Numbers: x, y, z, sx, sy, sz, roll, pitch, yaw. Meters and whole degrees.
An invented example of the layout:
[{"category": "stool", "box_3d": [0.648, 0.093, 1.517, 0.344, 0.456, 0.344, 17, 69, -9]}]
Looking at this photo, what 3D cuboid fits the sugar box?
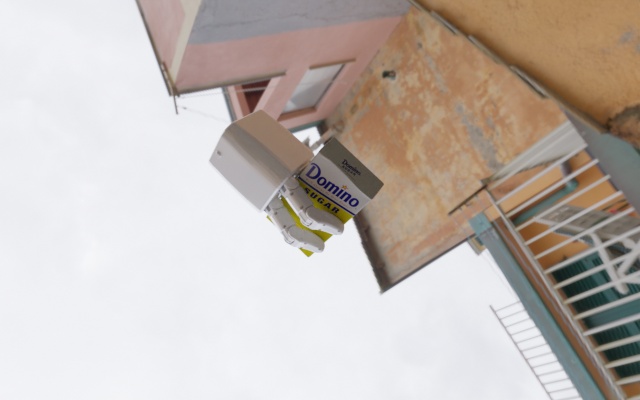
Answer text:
[{"category": "sugar box", "box_3d": [0.000, 0.002, 0.667, 0.048, 0.093, 0.176, -47, -1, -41]}]
